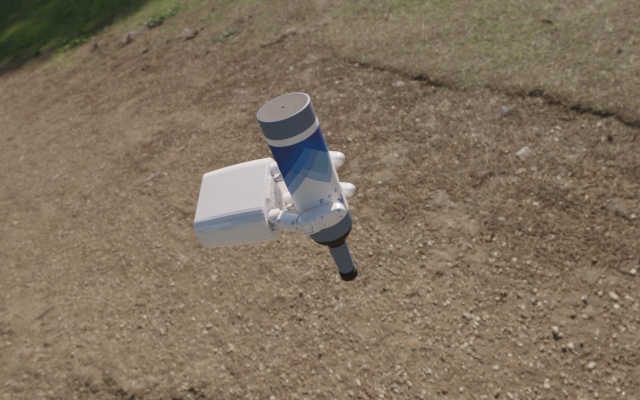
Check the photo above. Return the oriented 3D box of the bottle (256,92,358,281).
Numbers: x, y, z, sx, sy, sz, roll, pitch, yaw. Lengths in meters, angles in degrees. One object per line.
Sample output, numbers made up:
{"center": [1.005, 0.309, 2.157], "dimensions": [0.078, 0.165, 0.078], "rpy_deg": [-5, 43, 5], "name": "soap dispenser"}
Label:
{"center": [0.000, 0.002, 0.641], "dimensions": [0.069, 0.296, 0.069], "rpy_deg": [-14, 37, 11], "name": "bottle"}
